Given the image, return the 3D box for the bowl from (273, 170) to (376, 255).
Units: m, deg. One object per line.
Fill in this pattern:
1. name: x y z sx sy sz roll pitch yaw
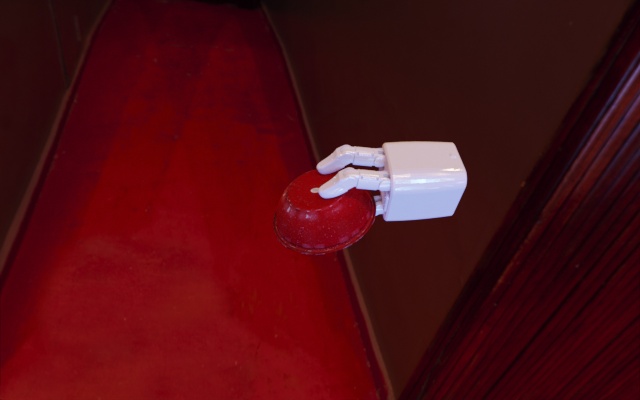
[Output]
1. bowl: -0.001 0.002 0.713 0.162 0.055 0.162 -9 42 8
